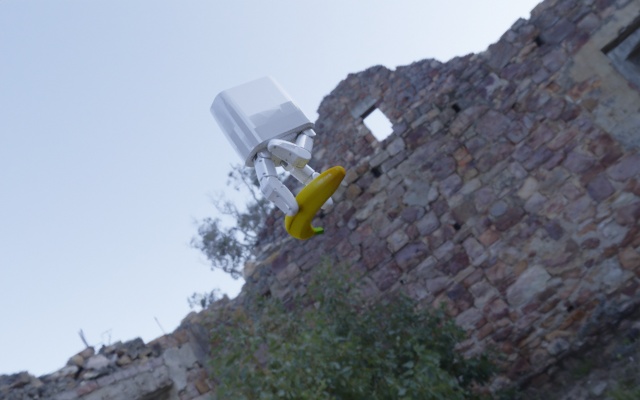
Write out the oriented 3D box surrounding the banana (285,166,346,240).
[{"bbox_3d":[-0.015,0.012,0.670,0.069,0.037,0.198,-30,-17,-22],"label":"banana"}]
